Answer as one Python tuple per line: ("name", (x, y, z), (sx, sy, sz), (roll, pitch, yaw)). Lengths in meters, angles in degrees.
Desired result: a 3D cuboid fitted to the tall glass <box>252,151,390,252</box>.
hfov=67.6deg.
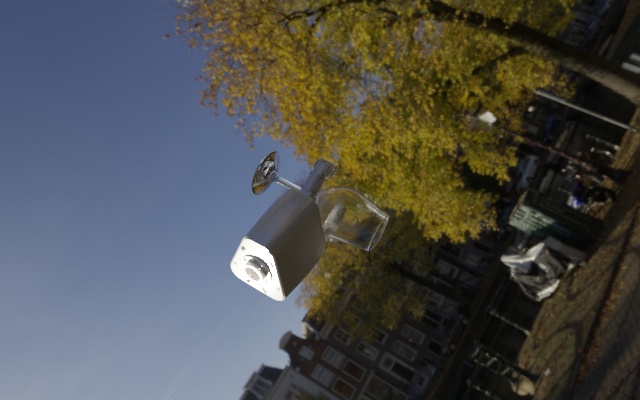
("tall glass", (0.000, 0.002, 0.707), (0.201, 0.079, 0.079), (28, 8, 16))
